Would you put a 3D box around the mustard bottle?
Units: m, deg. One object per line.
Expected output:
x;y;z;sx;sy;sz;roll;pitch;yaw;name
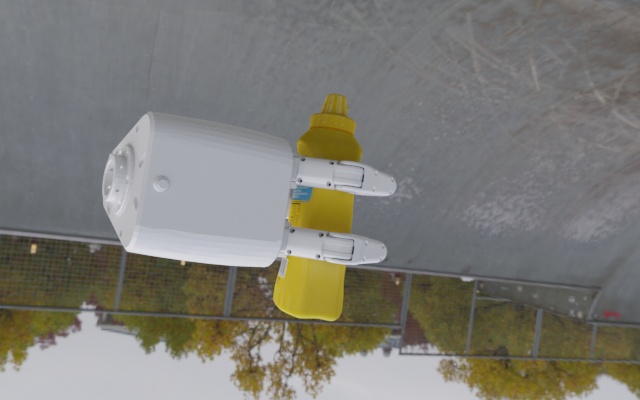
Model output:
0.000;0.002;0.423;0.058;0.191;0.096;8;-2;-11;mustard bottle
